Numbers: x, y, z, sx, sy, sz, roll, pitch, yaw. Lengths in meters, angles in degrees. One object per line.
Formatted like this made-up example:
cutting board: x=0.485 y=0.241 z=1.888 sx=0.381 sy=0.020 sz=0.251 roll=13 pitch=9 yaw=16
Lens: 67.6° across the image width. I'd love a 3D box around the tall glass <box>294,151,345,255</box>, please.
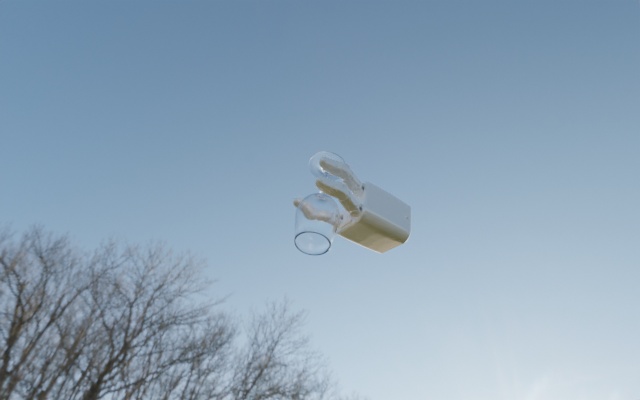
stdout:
tall glass: x=0.000 y=0.002 z=0.865 sx=0.079 sy=0.079 sz=0.200 roll=6 pitch=45 yaw=6
